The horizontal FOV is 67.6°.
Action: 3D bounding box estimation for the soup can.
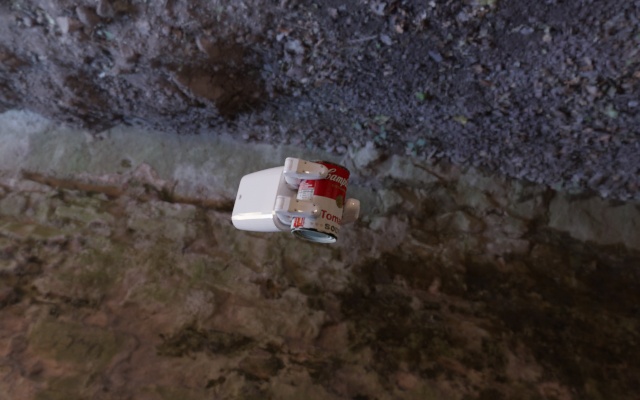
[{"bbox_3d":[0.000,0.003,0.675,0.068,0.102,0.068,10,-16,3],"label":"soup can"}]
